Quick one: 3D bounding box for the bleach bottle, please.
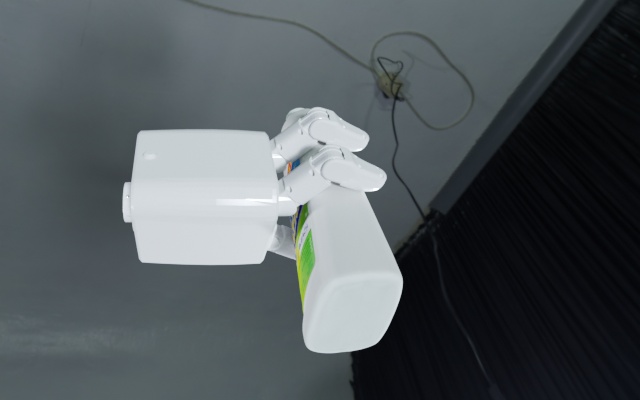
[{"bbox_3d":[0.000,0.001,0.437,0.068,0.103,0.250,-1,42,-15],"label":"bleach bottle"}]
